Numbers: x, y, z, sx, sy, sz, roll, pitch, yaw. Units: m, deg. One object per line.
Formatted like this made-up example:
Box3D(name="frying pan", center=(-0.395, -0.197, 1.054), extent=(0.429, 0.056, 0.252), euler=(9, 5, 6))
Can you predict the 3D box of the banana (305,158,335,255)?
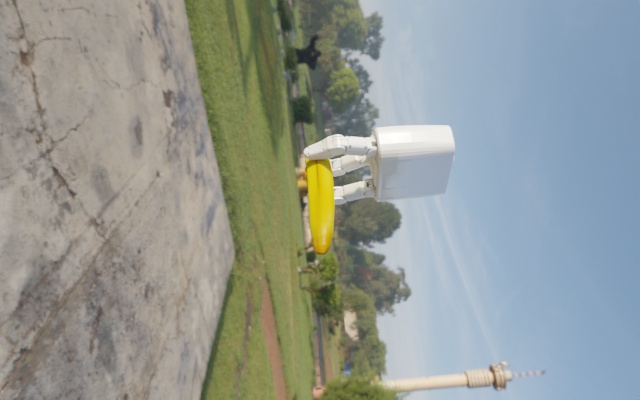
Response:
Box3D(name="banana", center=(0.000, -0.014, 0.667), extent=(0.037, 0.070, 0.197), euler=(-3, 39, -3))
